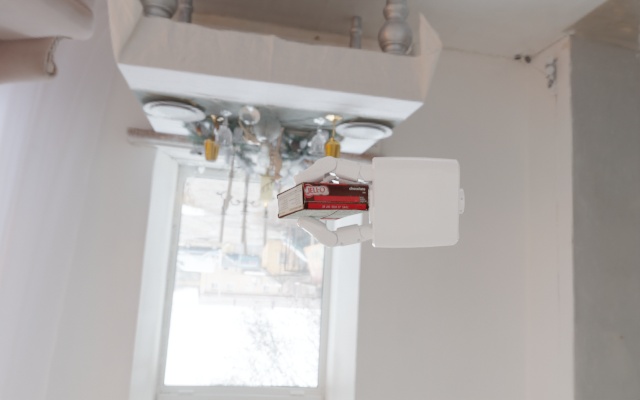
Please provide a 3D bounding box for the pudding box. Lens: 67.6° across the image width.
[{"bbox_3d":[0.000,0.002,0.628,0.090,0.039,0.113,3,-10,-22],"label":"pudding box"}]
